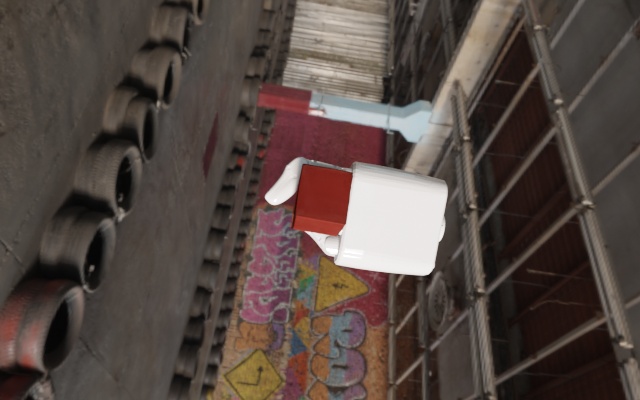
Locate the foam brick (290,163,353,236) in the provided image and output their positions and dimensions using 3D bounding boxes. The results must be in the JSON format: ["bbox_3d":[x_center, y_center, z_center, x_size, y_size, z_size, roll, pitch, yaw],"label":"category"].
[{"bbox_3d":[0.000,0.002,0.483,0.051,0.053,0.078,10,-13,-3],"label":"foam brick"}]
